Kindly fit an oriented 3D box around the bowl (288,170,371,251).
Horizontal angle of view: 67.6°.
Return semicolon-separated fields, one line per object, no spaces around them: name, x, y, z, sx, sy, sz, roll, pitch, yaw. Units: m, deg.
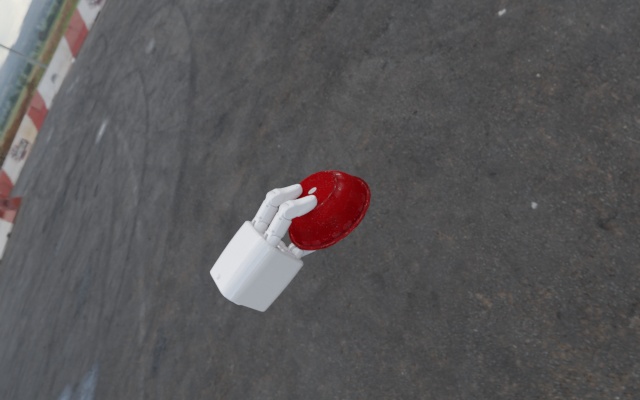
bowl;0.001;0.001;0.791;0.162;0.162;0.055;0;-40;43
